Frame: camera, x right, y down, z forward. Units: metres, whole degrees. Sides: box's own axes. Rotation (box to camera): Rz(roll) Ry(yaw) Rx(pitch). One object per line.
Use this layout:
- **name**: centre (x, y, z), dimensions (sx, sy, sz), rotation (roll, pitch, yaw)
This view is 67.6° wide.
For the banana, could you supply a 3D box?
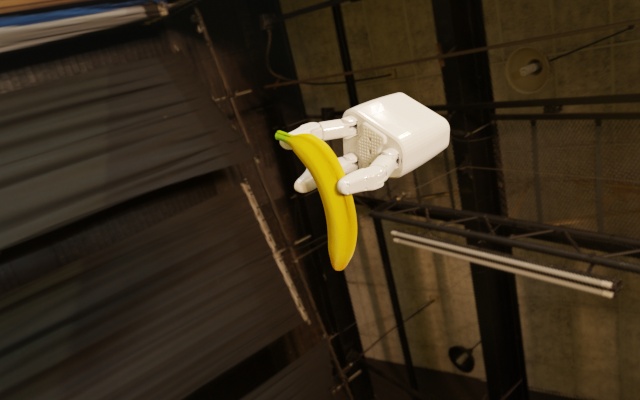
- **banana**: centre (0.010, -0.003, 0.590), dimensions (0.037, 0.198, 0.069), rotation (-30, 13, -36)
